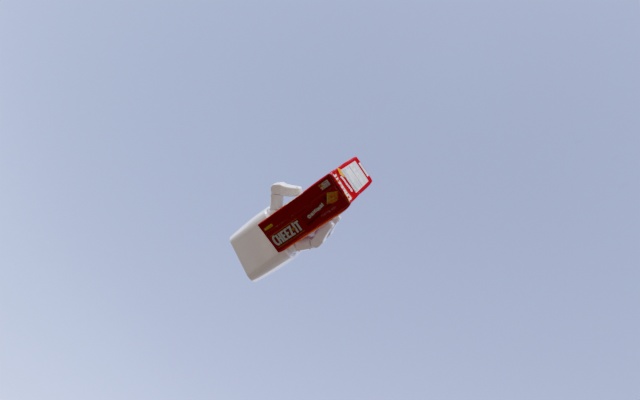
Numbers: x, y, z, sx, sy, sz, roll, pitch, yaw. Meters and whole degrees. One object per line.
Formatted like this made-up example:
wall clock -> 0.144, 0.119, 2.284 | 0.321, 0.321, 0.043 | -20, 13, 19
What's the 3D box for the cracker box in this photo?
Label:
cracker box -> 0.000, 0.003, 0.894 | 0.164, 0.072, 0.213 | -35, 1, 20
